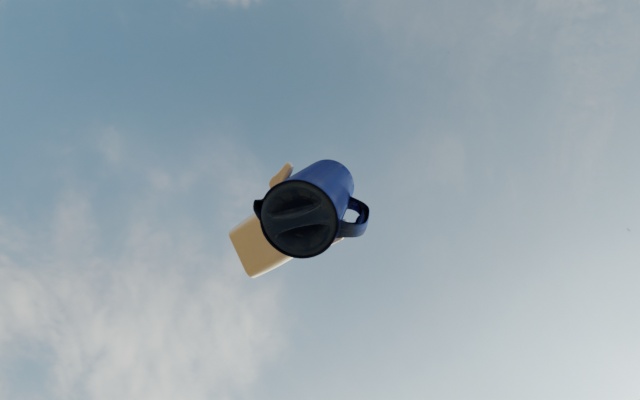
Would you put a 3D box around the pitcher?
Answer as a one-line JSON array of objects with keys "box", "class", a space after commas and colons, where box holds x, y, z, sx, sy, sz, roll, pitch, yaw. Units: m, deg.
[{"box": [0.000, 0.003, 0.865, 0.145, 0.149, 0.242, -33, 6, 21], "class": "pitcher"}]
